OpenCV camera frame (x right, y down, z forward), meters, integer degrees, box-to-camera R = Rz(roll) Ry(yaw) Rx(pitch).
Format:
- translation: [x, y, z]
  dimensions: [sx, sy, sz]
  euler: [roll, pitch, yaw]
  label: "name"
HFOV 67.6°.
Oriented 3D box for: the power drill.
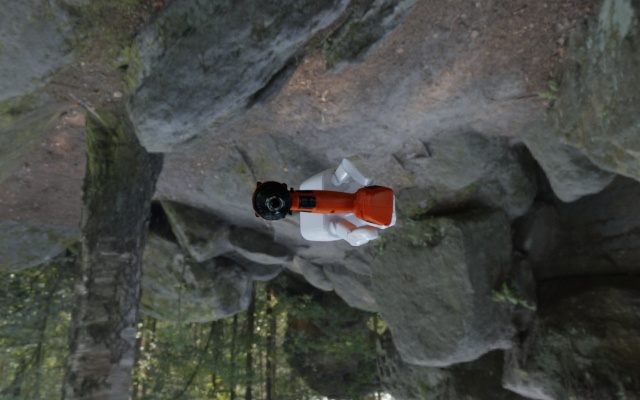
- translation: [0.001, 0.002, 0.654]
  dimensions: [0.187, 0.057, 0.184]
  euler: [4, 4, -9]
  label: "power drill"
